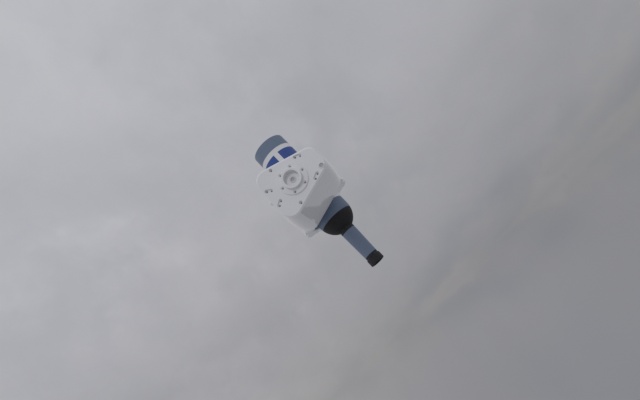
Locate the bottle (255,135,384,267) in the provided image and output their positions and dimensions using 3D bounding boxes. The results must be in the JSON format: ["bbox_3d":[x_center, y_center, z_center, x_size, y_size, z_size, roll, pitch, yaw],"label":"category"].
[{"bbox_3d":[0.000,0.003,0.852,0.295,0.069,0.069,46,17,18],"label":"bottle"}]
